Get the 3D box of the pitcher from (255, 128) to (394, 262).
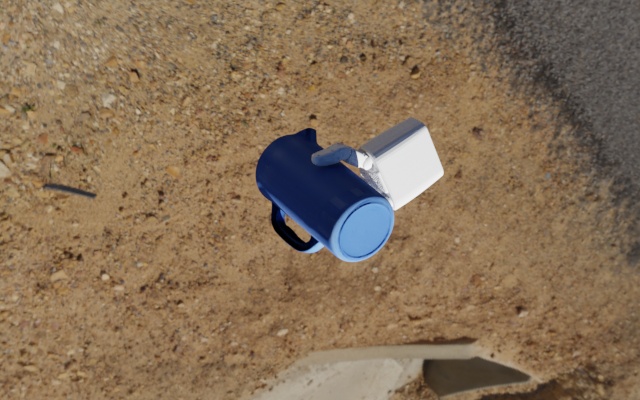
[{"bbox_3d":[0.000,0.002,0.756,0.145,0.149,0.242,-32,38,-15],"label":"pitcher"}]
